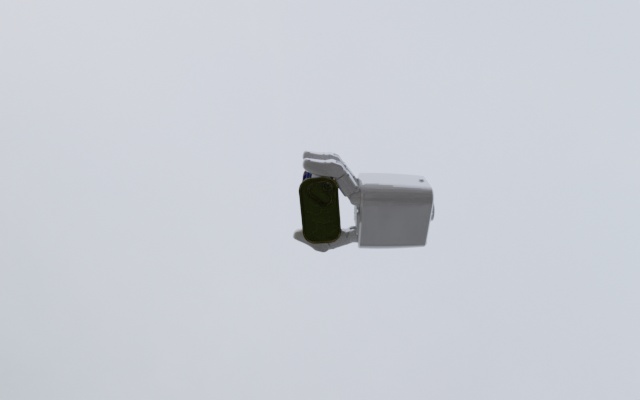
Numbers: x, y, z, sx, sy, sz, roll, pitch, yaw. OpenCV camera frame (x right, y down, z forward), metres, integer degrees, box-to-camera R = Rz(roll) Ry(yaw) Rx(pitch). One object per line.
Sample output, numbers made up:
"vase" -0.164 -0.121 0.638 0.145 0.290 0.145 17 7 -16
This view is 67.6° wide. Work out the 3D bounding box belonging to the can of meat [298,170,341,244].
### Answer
"can of meat" 0.000 0.002 0.729 0.057 0.102 0.084 -4 19 2
